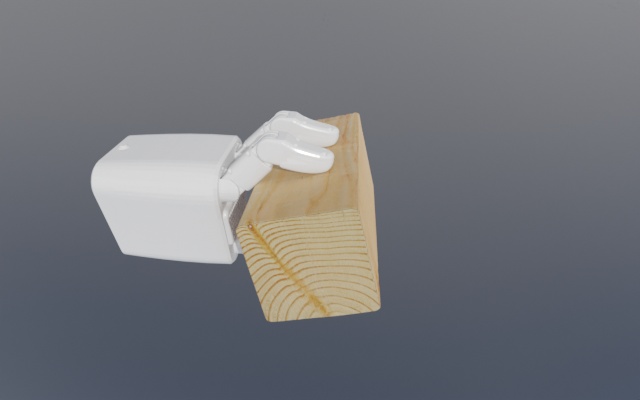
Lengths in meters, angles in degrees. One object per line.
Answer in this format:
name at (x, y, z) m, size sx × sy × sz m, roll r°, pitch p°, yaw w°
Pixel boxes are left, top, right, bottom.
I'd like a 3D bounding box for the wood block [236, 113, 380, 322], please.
wood block at (0.000, 0.002, 0.430) m, size 0.090 × 0.091 × 0.206 m, roll -9°, pitch 27°, yaw 9°
